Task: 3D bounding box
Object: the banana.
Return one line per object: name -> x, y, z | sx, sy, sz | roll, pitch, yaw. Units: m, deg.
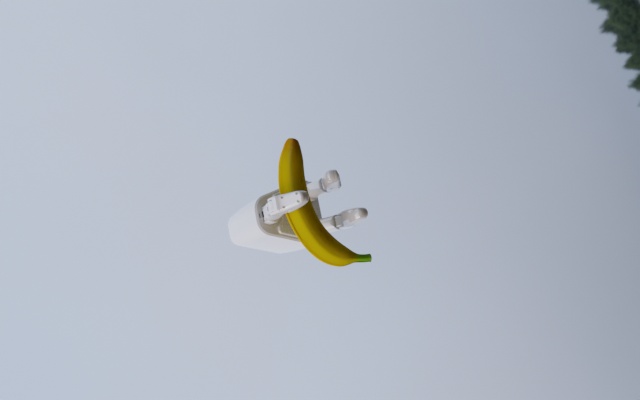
banana -> -0.013, 0.014, 0.634 | 0.069, 0.198, 0.037 | -32, 0, -23
